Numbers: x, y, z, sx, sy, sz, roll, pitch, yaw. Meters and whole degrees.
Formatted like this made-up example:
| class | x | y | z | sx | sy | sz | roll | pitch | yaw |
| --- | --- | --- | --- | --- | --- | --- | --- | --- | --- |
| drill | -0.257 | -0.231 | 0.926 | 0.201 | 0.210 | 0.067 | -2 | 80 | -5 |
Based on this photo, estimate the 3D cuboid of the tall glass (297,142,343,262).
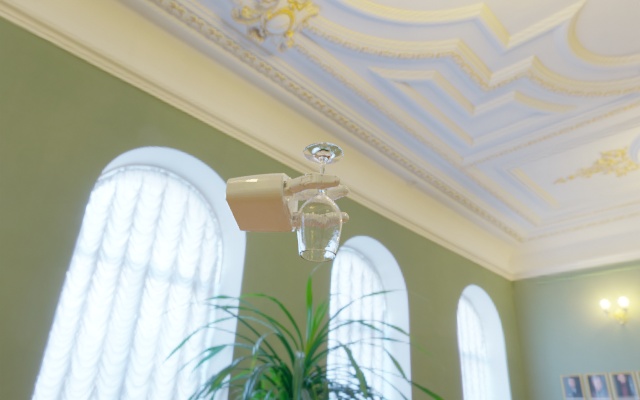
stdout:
| class | x | y | z | sx | sy | sz | roll | pitch | yaw |
| --- | --- | --- | --- | --- | --- | --- | --- | --- | --- |
| tall glass | 0.000 | 0.002 | 0.835 | 0.079 | 0.201 | 0.079 | 2 | -26 | 1 |
